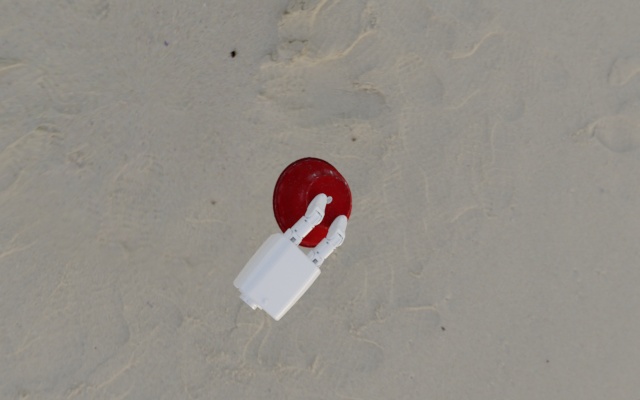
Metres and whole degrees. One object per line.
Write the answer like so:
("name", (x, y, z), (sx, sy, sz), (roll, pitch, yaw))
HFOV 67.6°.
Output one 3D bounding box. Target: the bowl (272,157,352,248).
("bowl", (0.001, 0.002, 0.827), (0.162, 0.162, 0.055), (0, -2, -33))
